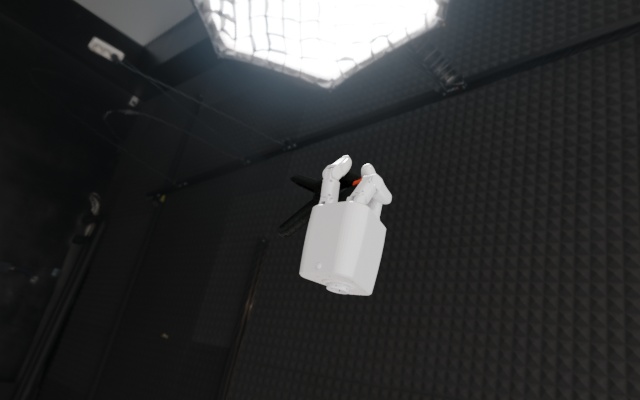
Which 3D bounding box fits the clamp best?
[{"bbox_3d":[0.001,0.003,0.764,0.171,0.120,0.039,-7,-30,43],"label":"clamp"}]
